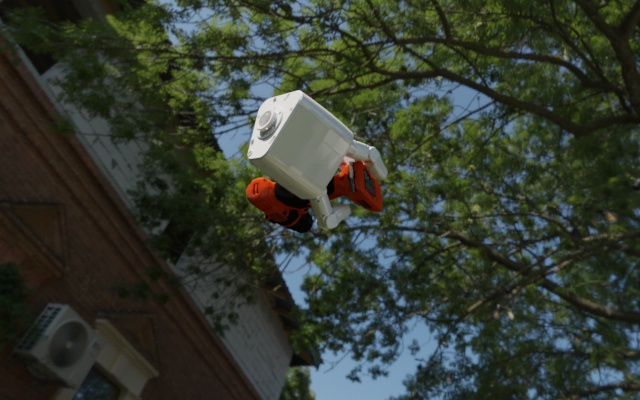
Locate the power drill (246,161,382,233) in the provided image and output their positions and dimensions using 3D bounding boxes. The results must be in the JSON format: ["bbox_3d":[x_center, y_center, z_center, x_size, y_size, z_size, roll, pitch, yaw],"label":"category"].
[{"bbox_3d":[0.000,0.002,0.772,0.187,0.057,0.184,-13,-23,20],"label":"power drill"}]
